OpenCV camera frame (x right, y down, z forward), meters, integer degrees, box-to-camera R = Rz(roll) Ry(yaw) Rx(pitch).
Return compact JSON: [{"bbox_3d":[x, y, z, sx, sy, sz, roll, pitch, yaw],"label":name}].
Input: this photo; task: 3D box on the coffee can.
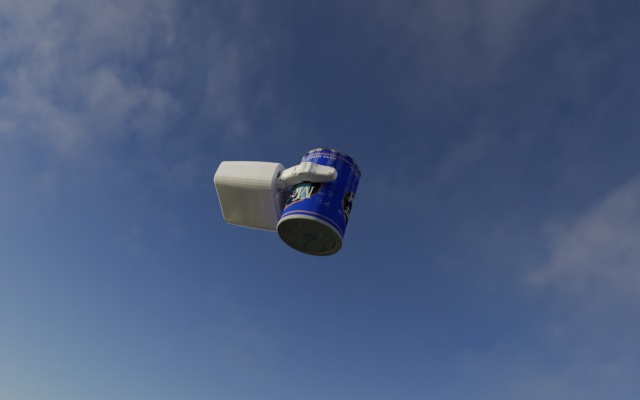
[{"bbox_3d":[0.000,0.003,0.760,0.103,0.140,0.103,12,-35,9],"label":"coffee can"}]
